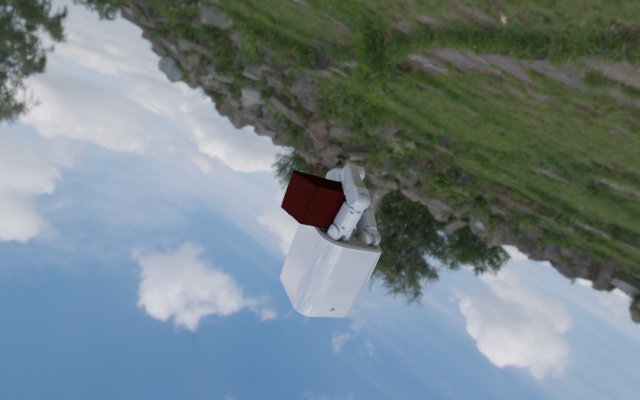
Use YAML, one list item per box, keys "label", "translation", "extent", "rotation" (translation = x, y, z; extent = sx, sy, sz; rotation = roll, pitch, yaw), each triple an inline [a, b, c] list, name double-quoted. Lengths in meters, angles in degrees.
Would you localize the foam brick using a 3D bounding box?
- label: "foam brick"
  translation: [0.000, 0.002, 0.594]
  extent: [0.078, 0.051, 0.053]
  rotation: [13, 17, -40]
